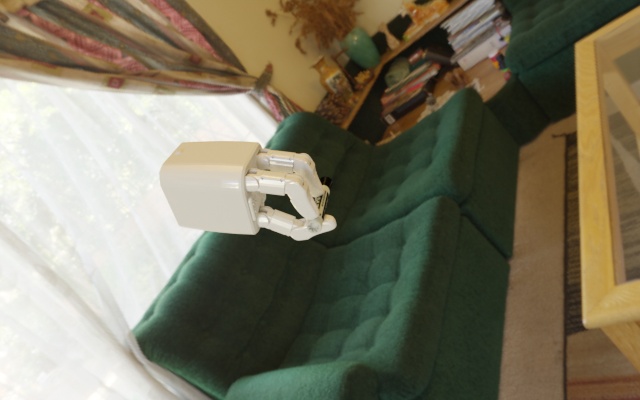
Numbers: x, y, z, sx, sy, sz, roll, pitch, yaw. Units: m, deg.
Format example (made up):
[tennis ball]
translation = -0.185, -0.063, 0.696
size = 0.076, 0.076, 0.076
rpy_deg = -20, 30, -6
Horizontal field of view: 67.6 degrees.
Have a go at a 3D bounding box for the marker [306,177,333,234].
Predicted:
[marker]
translation = 0.000, 0.002, 0.627
size = 0.020, 0.020, 0.121
rpy_deg = 0, 31, 9
